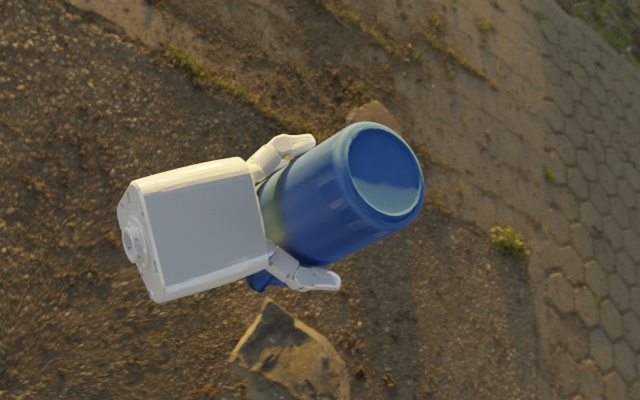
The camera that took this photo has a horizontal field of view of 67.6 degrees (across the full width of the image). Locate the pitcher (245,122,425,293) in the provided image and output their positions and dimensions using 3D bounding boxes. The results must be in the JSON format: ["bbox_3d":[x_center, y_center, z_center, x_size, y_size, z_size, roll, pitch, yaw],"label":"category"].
[{"bbox_3d":[0.000,0.002,0.537,0.145,0.149,0.243,-13,-11,-36],"label":"pitcher"}]
